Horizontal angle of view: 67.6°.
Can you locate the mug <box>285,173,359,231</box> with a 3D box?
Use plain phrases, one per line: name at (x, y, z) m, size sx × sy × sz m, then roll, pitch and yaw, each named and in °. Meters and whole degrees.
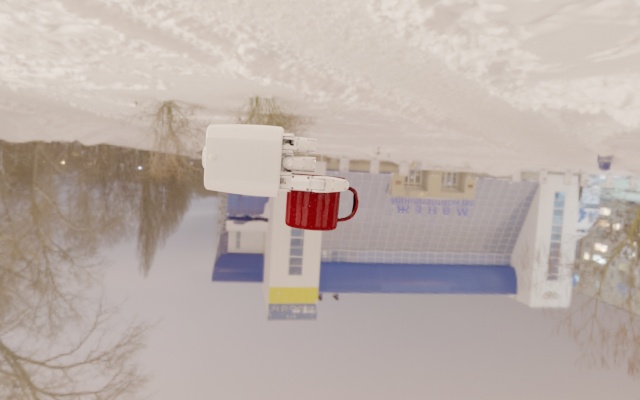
mug at (0.002, 0.003, 0.738) m, size 0.117 × 0.081 × 0.093 m, roll 5°, pitch 4°, yaw 0°
